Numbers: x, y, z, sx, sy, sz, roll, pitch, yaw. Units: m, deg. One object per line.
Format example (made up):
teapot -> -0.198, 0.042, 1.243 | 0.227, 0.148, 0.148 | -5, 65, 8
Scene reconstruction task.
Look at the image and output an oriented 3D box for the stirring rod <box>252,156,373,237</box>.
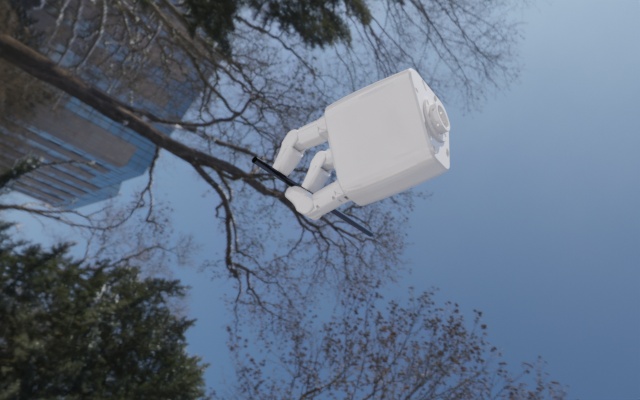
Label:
stirring rod -> 0.000, 0.002, 0.609 | 0.011, 0.011, 0.240 | 0, -23, 41
